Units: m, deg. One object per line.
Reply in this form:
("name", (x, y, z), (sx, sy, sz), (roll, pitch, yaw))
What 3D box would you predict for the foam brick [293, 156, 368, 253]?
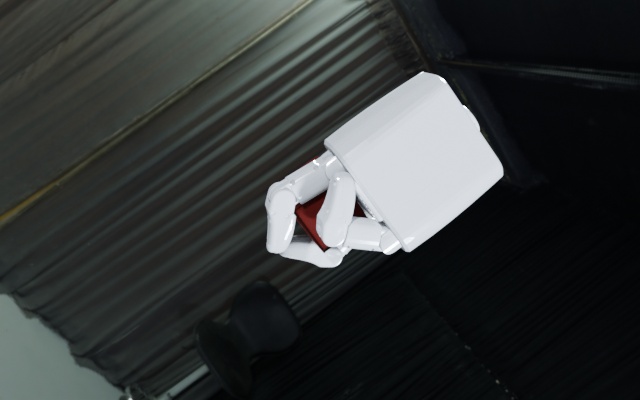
("foam brick", (0.000, 0.001, 0.445), (0.051, 0.053, 0.078), (-38, 25, 0))
